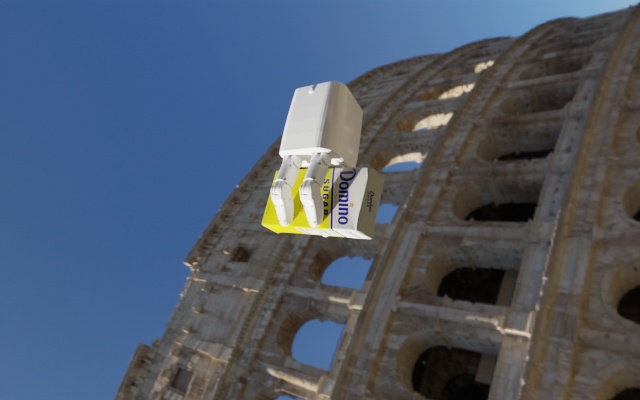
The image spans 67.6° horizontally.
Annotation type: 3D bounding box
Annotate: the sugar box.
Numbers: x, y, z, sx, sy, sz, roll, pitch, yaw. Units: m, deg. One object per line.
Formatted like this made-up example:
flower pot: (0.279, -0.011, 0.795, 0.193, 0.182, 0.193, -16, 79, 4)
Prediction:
sugar box: (0.000, 0.002, 0.687, 0.176, 0.093, 0.048, -1, -21, 41)
